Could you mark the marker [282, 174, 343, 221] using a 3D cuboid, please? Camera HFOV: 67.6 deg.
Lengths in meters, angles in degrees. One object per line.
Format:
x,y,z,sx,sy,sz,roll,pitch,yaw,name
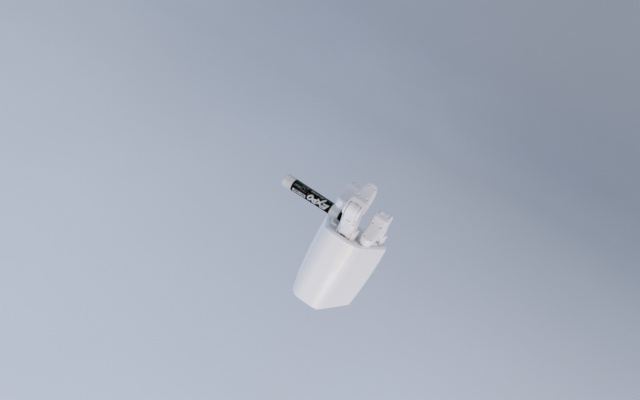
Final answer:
0.000,0.002,0.649,0.121,0.020,0.020,33,10,15,marker
